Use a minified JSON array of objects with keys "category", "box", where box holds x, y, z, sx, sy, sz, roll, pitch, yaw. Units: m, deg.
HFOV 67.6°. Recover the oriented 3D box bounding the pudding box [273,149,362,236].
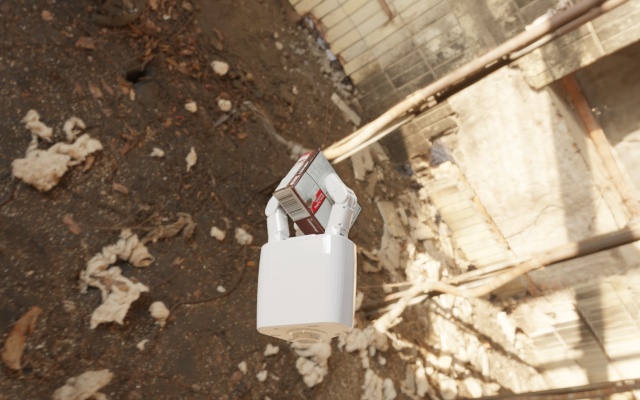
[{"category":"pudding box","box":[0.000,0.002,0.634,0.039,0.113,0.090,-17,28,38]}]
